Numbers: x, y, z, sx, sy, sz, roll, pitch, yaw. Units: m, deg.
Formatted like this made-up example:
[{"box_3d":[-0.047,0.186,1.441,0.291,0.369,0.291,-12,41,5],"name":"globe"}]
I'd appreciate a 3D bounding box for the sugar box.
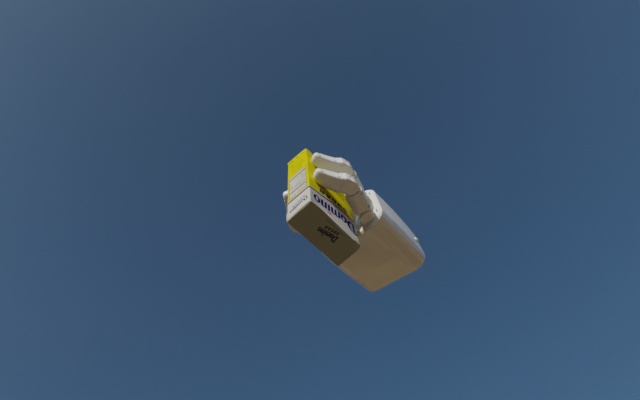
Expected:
[{"box_3d":[0.001,0.002,0.642,0.093,0.048,0.176,43,14,-22],"name":"sugar box"}]
